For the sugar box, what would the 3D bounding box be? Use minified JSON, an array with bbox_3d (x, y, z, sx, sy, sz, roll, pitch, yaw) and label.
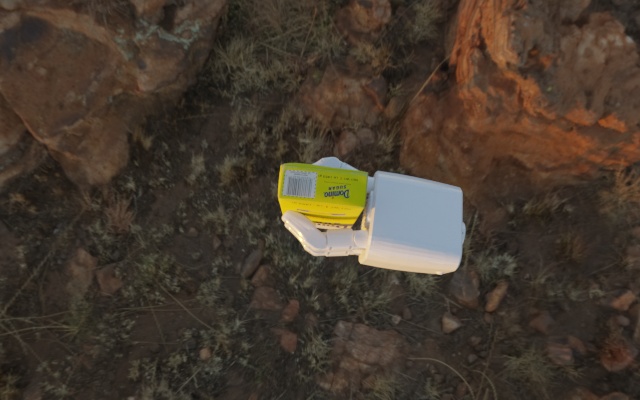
[{"bbox_3d":[0.000,0.002,0.577,0.093,0.048,0.176,7,-14,0],"label":"sugar box"}]
